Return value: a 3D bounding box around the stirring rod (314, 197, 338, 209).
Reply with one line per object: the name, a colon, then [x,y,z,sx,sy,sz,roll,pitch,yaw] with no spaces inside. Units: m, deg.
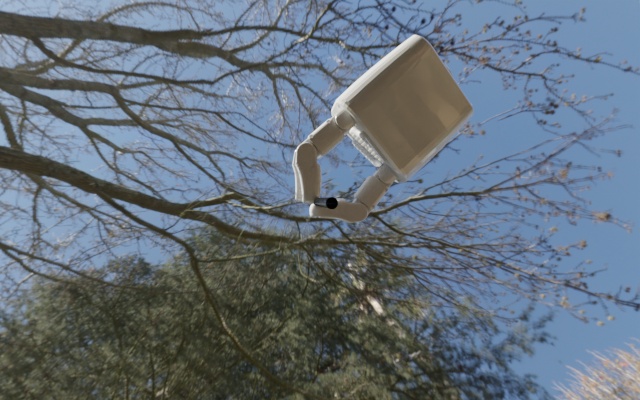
stirring rod: [0.000,0.001,0.428,0.011,0.011,0.239,0,0,-3]
